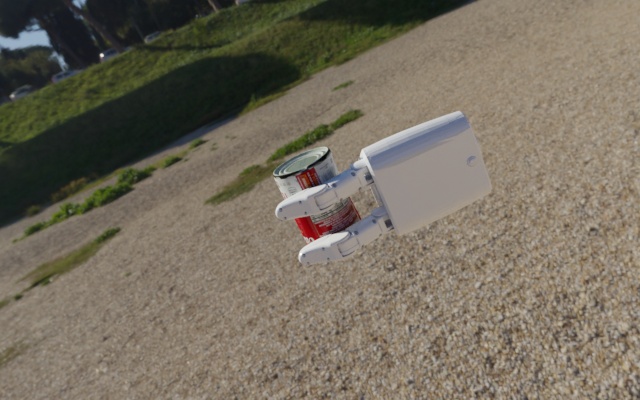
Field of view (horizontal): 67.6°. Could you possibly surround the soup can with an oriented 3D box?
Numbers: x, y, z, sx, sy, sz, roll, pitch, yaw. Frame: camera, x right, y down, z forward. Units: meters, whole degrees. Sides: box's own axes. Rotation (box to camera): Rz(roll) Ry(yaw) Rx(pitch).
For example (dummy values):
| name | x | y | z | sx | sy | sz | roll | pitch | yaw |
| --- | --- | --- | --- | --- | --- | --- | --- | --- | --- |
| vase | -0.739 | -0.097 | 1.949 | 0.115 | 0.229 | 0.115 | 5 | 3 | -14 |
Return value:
| name | x | y | z | sx | sy | sz | roll | pitch | yaw |
| --- | --- | --- | --- | --- | --- | --- | --- | --- | --- |
| soup can | -0.001 | 0.002 | 0.516 | 0.068 | 0.102 | 0.068 | -23 | 19 | 8 |
